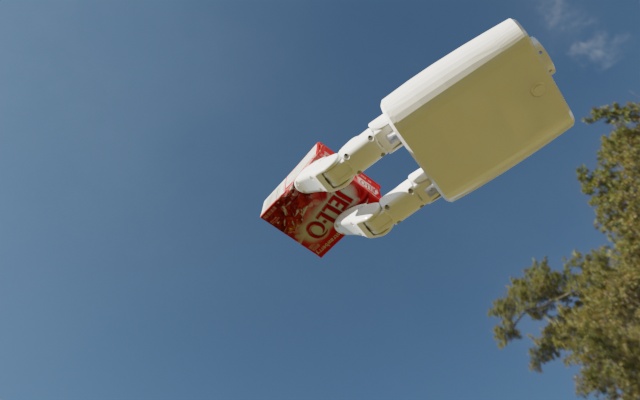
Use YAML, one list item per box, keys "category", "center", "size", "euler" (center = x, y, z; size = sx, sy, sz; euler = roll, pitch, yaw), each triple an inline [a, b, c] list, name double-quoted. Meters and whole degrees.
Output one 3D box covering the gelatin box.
- category: "gelatin box"
  center: [0.000, 0.001, 0.437]
  size: [0.073, 0.089, 0.030]
  euler: [35, 30, -18]
